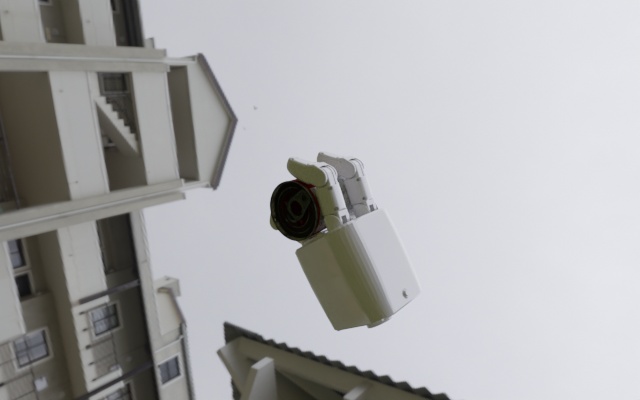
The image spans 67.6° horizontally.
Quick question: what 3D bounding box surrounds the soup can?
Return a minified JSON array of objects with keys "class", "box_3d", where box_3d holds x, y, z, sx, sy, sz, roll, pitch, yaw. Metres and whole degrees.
[{"class":"soup can","box_3d":[0.000,0.001,0.561,0.068,0.068,0.102,0,12,39]}]
